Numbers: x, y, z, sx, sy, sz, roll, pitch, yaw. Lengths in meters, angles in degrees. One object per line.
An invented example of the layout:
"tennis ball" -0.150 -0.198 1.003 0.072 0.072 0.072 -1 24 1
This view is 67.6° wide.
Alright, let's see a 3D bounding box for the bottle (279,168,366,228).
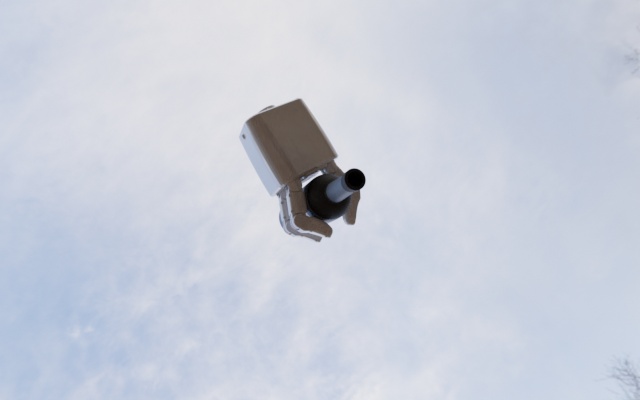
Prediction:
"bottle" 0.000 0.002 0.702 0.069 0.069 0.296 0 -11 -17
